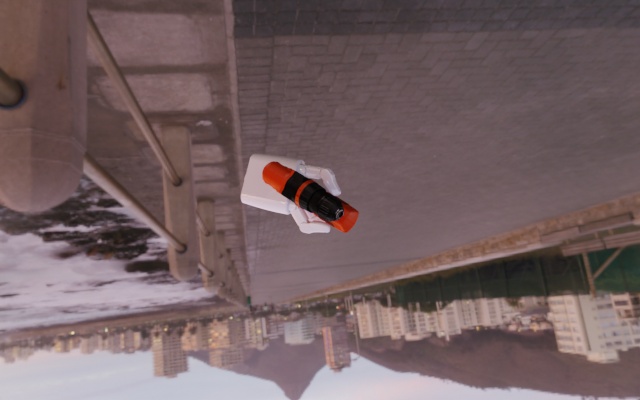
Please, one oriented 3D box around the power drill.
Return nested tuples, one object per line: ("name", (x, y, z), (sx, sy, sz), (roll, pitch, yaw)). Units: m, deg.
("power drill", (0.000, 0.003, 0.888), (0.184, 0.057, 0.188), (34, -1, 33))
